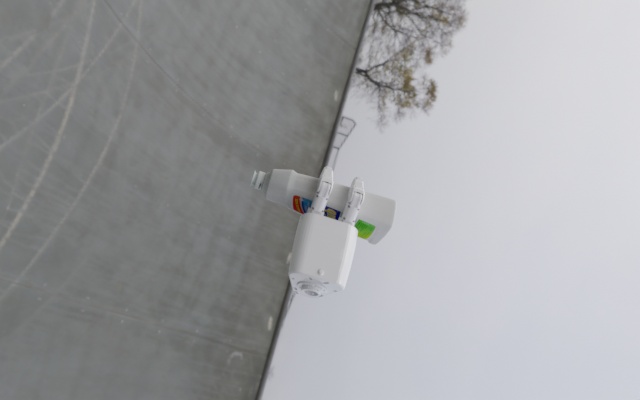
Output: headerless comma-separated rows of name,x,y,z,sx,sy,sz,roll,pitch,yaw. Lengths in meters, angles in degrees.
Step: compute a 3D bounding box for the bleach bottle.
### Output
bleach bottle,0.000,0.003,0.840,0.251,0.068,0.103,17,-28,-7
